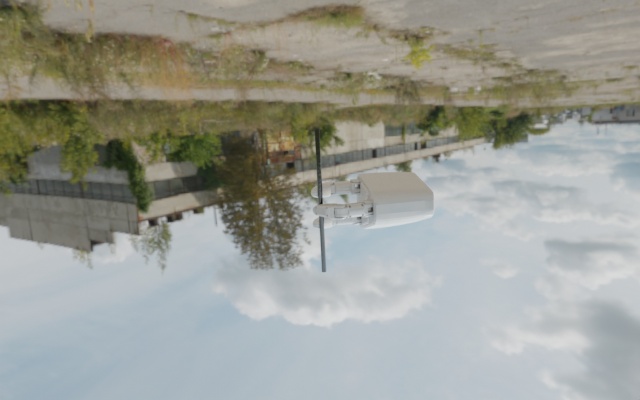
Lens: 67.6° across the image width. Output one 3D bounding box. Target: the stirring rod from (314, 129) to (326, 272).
[{"bbox_3d":[0.000,0.003,0.794,0.011,0.239,0.011,-3,9,0],"label":"stirring rod"}]
